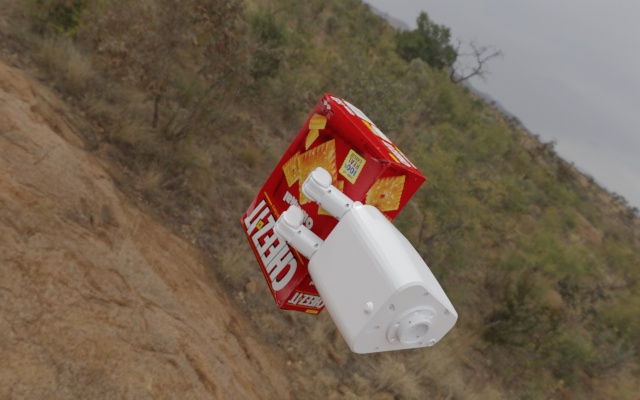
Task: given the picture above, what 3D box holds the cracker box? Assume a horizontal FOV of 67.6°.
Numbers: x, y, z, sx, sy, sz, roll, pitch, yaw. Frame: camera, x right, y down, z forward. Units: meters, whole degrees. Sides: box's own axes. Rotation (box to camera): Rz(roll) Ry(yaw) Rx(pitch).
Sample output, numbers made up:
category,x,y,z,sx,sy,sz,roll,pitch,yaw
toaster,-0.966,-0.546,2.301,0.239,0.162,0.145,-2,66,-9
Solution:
category,x,y,z,sx,sy,sz,roll,pitch,yaw
cracker box,0.000,0.002,0.573,0.072,0.214,0.164,20,26,-39
